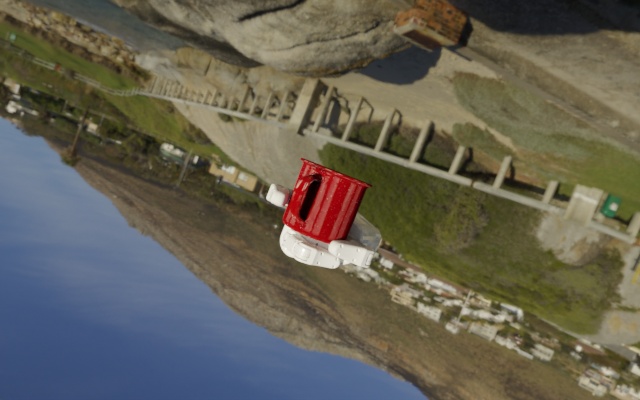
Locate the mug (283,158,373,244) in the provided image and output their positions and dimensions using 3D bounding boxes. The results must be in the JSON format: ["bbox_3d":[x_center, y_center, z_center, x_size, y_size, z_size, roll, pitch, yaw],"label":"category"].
[{"bbox_3d":[-0.001,0.002,0.564,0.093,0.081,0.117,23,5,24],"label":"mug"}]
